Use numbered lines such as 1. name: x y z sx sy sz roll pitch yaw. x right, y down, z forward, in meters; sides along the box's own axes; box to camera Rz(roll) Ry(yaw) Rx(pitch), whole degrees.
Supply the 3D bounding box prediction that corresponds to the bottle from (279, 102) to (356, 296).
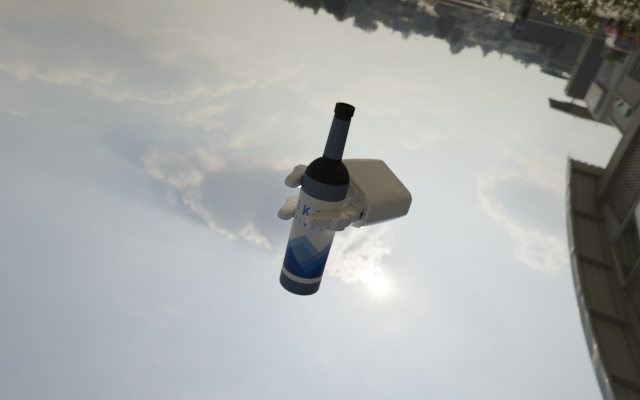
1. bottle: 0.000 0.003 0.696 0.069 0.296 0.069 12 26 -6
